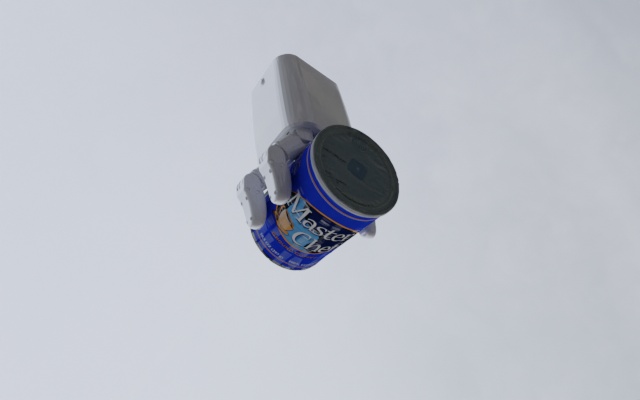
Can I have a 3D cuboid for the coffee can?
[{"bbox_3d":[0.000,0.002,0.510,0.103,0.102,0.140,0,-28,-37],"label":"coffee can"}]
